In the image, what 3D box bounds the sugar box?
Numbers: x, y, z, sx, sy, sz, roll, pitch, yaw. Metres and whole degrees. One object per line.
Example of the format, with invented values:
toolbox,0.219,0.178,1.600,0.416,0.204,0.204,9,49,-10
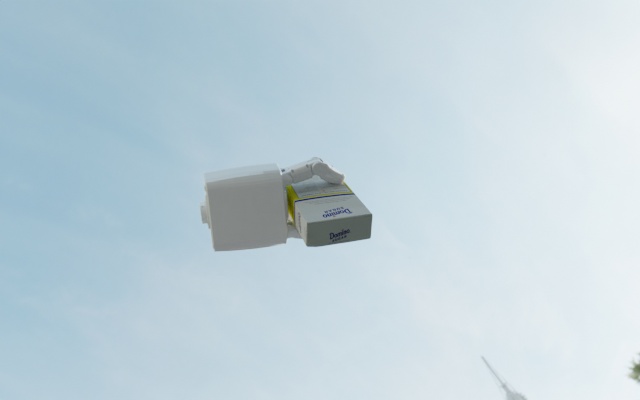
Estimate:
sugar box,0.000,0.003,0.695,0.093,0.048,0.176,-7,31,-15
